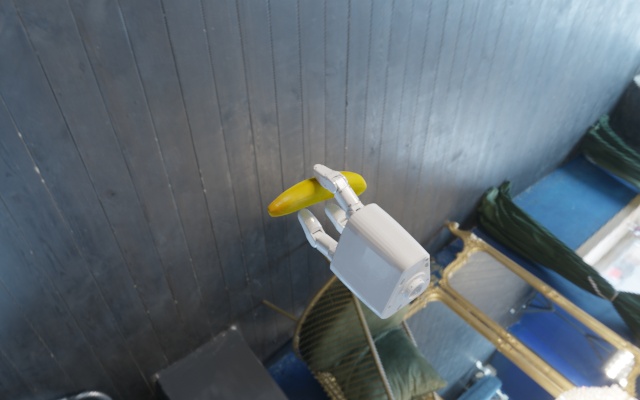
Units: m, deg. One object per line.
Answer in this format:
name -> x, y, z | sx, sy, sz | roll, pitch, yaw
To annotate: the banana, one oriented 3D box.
banana -> 0.010, -0.012, 0.713 | 0.198, 0.070, 0.037 | -8, 47, -46
